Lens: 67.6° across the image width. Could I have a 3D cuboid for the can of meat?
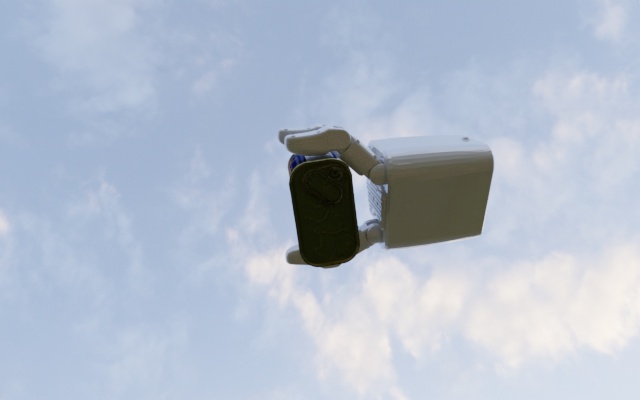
[{"bbox_3d":[0.000,0.002,0.473,0.057,0.102,0.084,-9,17,-4],"label":"can of meat"}]
